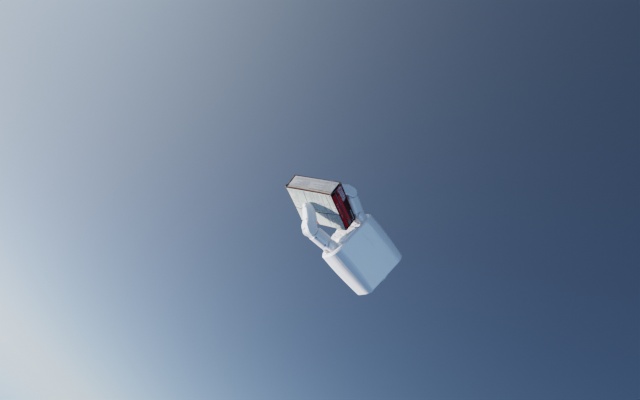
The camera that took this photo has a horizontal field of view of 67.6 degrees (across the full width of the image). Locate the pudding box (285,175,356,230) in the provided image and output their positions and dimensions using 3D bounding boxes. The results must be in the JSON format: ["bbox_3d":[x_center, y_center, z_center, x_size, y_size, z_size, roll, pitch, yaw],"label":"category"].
[{"bbox_3d":[0.000,0.003,0.872,0.113,0.090,0.039,10,47,37],"label":"pudding box"}]
